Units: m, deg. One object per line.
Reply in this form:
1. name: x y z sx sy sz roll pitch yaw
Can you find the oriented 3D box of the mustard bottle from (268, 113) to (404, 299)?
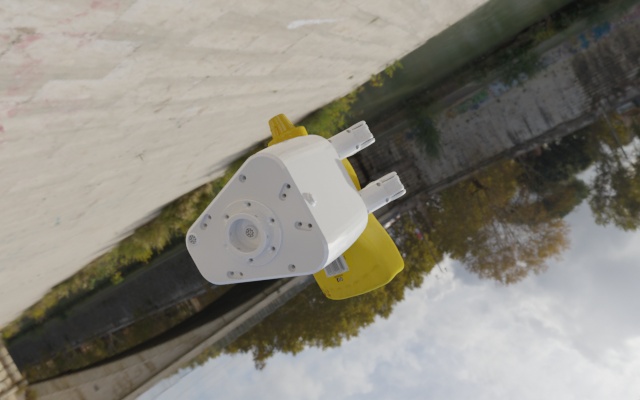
1. mustard bottle: 0.000 0.002 0.478 0.058 0.191 0.096 -30 3 -43
